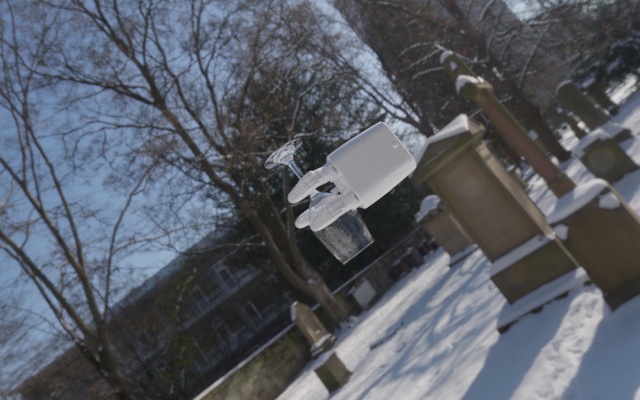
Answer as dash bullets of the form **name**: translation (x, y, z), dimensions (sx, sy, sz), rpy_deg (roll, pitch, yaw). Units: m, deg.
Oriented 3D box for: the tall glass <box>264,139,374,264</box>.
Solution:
- **tall glass**: translation (0.000, 0.002, 0.753), dimensions (0.079, 0.201, 0.079), rpy_deg (-36, -8, -6)
